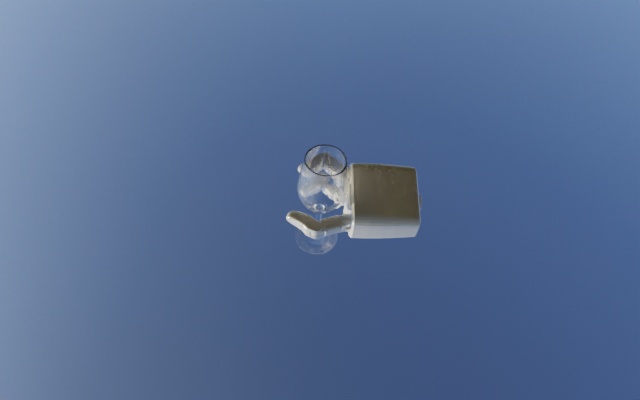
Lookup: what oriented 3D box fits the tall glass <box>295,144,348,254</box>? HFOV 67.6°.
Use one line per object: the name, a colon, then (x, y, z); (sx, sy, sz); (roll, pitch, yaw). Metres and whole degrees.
tall glass: (0.000, 0.003, 0.757); (0.079, 0.079, 0.201); (0, -37, -5)
